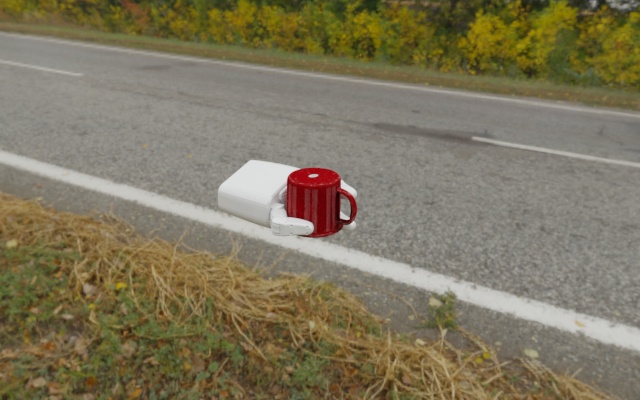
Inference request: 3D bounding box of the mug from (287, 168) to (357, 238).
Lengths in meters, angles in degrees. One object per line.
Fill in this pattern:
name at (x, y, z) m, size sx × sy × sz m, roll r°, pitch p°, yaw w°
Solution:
mug at (0.001, 0.002, 0.719) m, size 0.117 × 0.081 × 0.093 m, roll 14°, pitch 26°, yaw 27°
